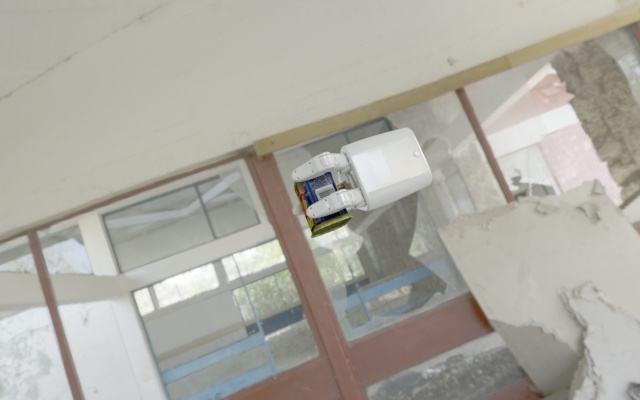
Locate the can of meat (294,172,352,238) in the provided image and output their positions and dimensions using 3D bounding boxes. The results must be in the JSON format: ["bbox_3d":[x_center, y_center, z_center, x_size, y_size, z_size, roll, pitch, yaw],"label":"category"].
[{"bbox_3d":[0.000,0.002,0.696,0.057,0.084,0.102,-21,-9,-9],"label":"can of meat"}]
